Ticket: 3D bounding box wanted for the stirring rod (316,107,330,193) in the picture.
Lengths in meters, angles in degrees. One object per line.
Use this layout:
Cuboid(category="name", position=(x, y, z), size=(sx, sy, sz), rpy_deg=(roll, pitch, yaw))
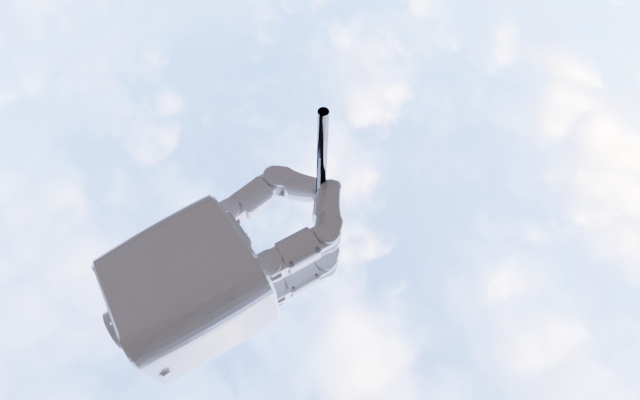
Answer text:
Cuboid(category="stirring rod", position=(0.000, 0.001, 0.416), size=(0.011, 0.011, 0.240), rpy_deg=(0, -30, -1))
